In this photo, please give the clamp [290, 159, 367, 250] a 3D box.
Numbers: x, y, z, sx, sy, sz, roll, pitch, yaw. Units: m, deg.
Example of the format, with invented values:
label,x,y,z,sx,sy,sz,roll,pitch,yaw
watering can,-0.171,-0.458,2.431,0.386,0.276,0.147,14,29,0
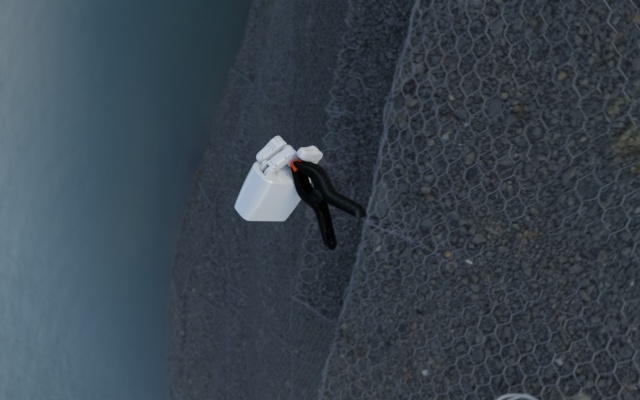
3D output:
label,x,y,z,sx,sy,sz,roll,pitch,yaw
clamp,0.000,0.003,0.844,0.039,0.120,0.171,-14,55,-46
